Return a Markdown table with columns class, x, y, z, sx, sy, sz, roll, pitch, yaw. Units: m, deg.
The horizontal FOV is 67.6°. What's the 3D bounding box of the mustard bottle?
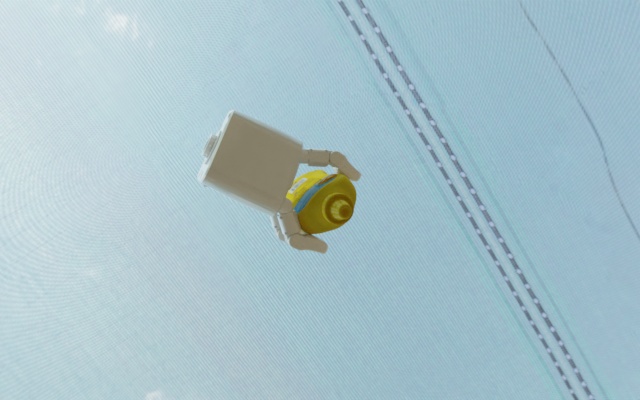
| class | x | y | z | sx | sy | sz | roll | pitch | yaw |
| --- | --- | --- | --- | --- | --- | --- | --- | --- | --- |
| mustard bottle | 0.000 | 0.002 | 0.674 | 0.096 | 0.058 | 0.191 | -42 | 17 | -10 |
